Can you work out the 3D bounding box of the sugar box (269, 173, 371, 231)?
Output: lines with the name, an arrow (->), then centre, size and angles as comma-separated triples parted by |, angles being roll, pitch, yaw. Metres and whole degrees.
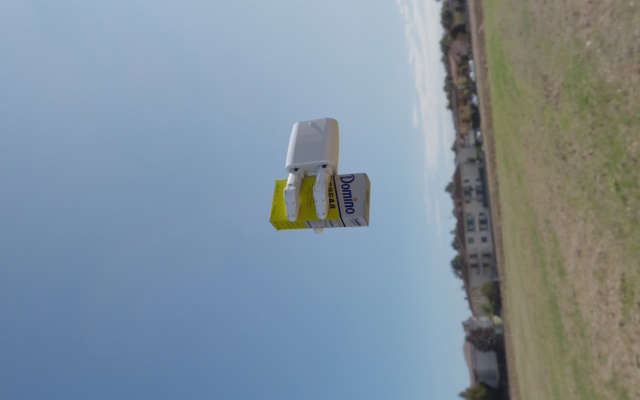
sugar box -> 0.000, 0.002, 0.866 | 0.176, 0.093, 0.048 | -6, -30, 18
